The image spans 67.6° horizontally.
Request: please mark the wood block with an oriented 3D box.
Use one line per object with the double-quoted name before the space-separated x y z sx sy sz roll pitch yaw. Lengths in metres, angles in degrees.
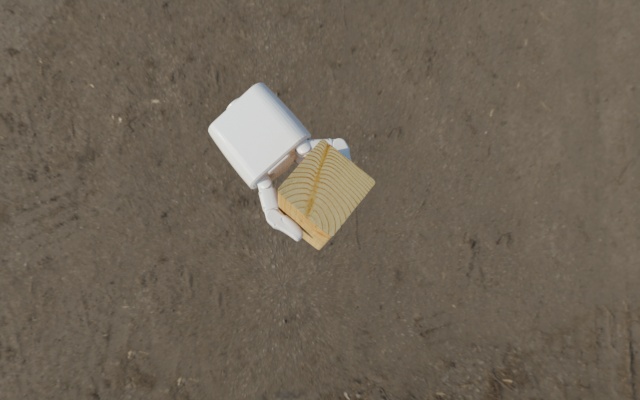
"wood block" 0.000 0.002 0.681 0.090 0.091 0.206 40 -11 3
